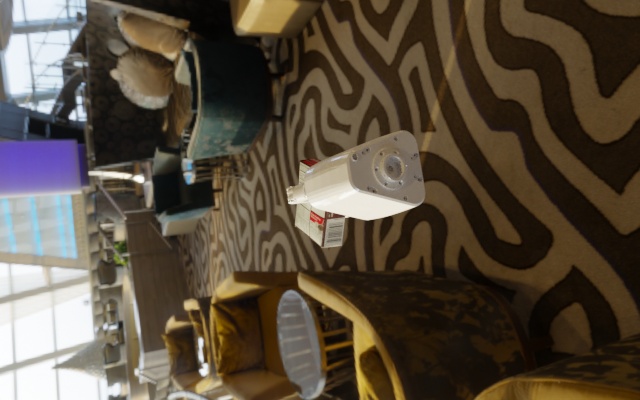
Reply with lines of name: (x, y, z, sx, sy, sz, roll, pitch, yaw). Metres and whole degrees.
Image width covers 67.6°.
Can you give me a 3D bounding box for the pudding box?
pudding box: (0.000, 0.002, 0.712, 0.039, 0.113, 0.090, -4, 22, -30)
